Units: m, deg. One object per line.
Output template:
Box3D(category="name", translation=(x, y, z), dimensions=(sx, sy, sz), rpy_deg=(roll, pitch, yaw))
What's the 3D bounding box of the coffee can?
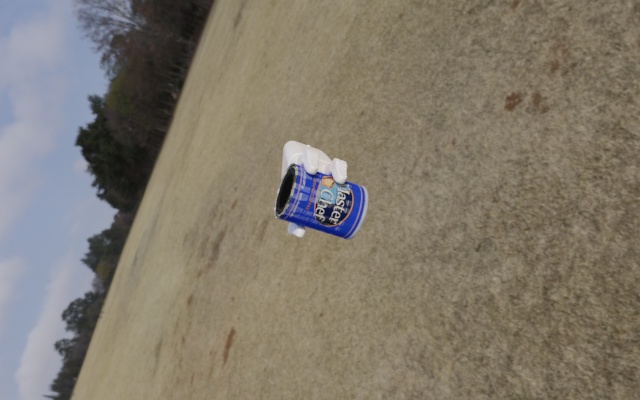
Box3D(category="coffee can", translation=(0.000, 0.003, 0.852), dimensions=(0.140, 0.103, 0.103), rpy_deg=(18, -6, -18))
